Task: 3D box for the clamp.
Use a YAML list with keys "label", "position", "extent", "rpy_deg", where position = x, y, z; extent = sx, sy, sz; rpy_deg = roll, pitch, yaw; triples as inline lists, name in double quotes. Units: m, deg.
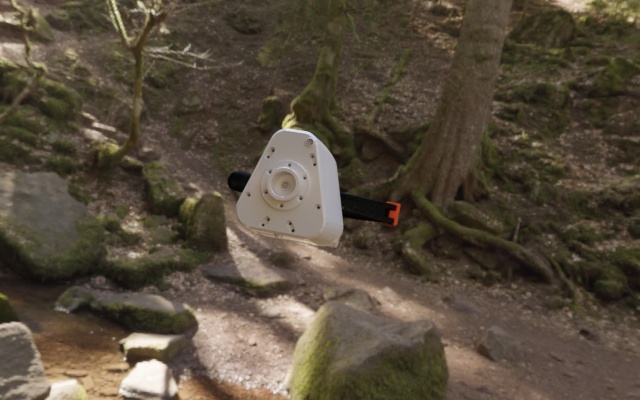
- label: "clamp"
  position: [0.001, 0.001, 0.638]
  extent: [0.210, 0.036, 0.164]
  rpy_deg: [10, -5, 10]
